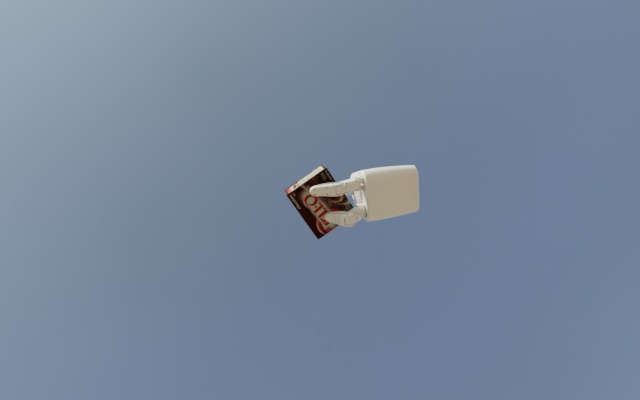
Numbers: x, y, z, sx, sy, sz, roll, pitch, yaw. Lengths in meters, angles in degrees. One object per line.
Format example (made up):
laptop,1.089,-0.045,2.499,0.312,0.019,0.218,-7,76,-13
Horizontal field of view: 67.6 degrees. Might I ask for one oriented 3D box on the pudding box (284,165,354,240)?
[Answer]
pudding box,0.000,0.003,0.895,0.090,0.113,0.039,-35,19,-1
